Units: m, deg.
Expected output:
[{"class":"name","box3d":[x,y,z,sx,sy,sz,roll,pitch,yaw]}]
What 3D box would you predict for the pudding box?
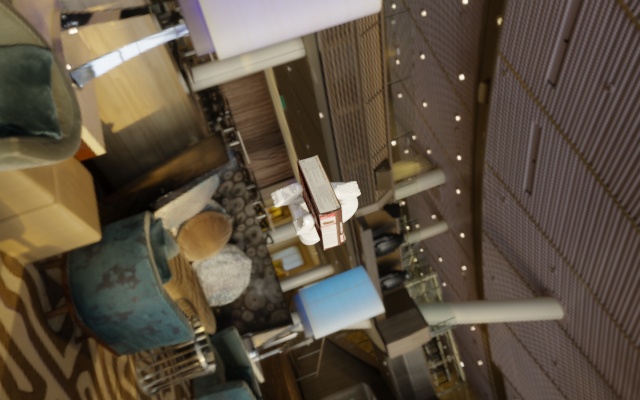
[{"class":"pudding box","box3d":[0.000,0.002,0.712,0.039,0.113,0.090,-19,-38,-8]}]
